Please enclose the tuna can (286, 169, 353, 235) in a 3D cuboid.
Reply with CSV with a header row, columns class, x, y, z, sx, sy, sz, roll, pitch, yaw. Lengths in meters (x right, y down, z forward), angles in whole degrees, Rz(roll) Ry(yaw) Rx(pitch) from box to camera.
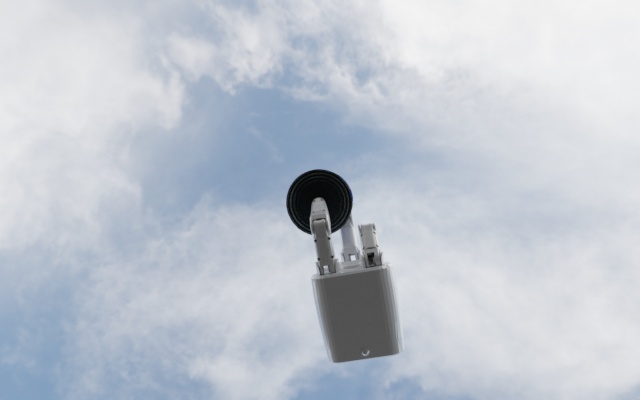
class,x,y,z,sx,sy,sz,roll,pitch,yaw
tuna can,0.000,0.002,0.624,0.086,0.086,0.034,0,3,7
